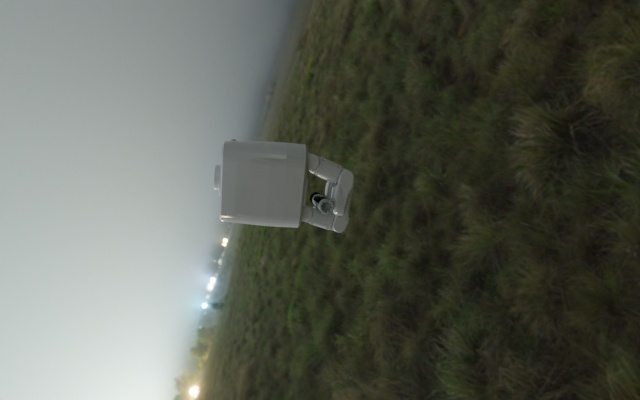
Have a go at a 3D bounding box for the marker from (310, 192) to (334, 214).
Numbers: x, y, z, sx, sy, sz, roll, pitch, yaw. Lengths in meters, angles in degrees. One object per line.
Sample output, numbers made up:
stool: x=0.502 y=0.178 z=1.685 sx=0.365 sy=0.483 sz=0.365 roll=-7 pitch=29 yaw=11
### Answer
marker: x=0.000 y=0.002 z=0.660 sx=0.020 sy=0.020 sz=0.121 roll=0 pitch=6 yaw=-8
